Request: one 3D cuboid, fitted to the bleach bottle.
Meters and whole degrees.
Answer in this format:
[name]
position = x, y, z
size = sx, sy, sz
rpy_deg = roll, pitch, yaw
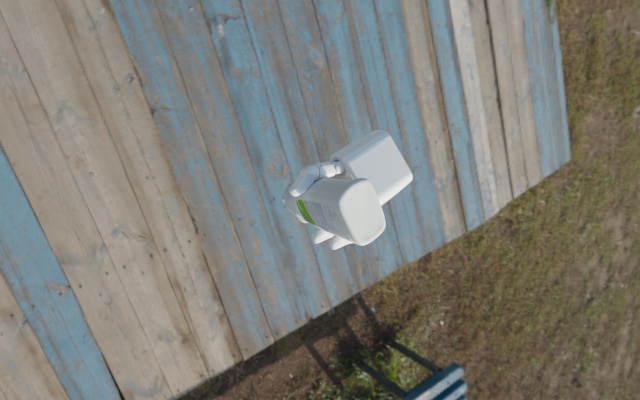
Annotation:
[bleach bottle]
position = 0.000, 0.003, 0.805
size = 0.068, 0.103, 0.251
rpy_deg = -35, 24, -22
